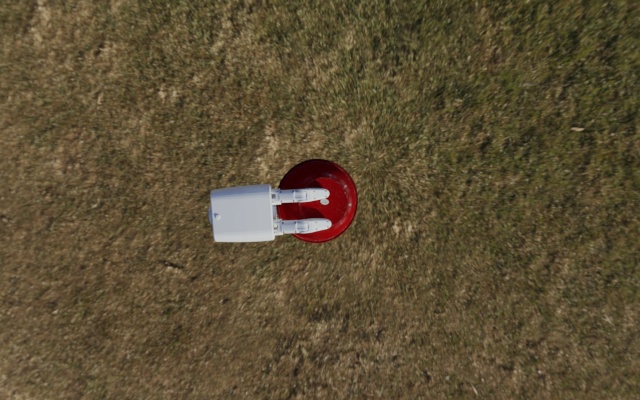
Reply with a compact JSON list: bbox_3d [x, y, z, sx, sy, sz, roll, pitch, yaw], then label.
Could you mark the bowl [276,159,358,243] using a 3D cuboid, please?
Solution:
[{"bbox_3d":[0.001,0.002,0.883,0.162,0.162,0.055,0,3,-13],"label":"bowl"}]
